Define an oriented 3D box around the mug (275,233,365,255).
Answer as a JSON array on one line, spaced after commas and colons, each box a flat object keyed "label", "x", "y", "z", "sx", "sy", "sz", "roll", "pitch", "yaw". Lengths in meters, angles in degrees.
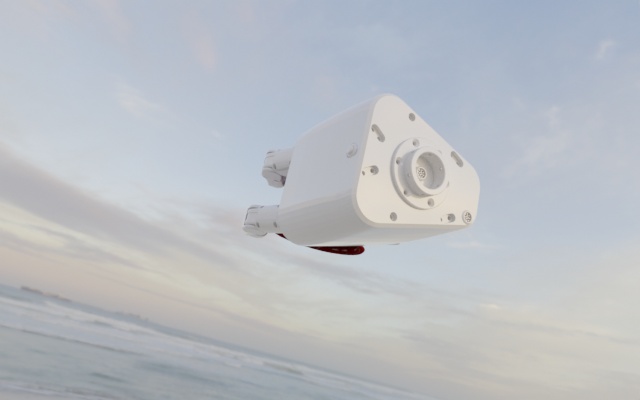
[{"label": "mug", "x": -0.001, "y": 0.002, "z": 0.471, "sx": 0.093, "sy": 0.081, "sz": 0.117, "roll": 24, "pitch": -19, "yaw": -25}]
